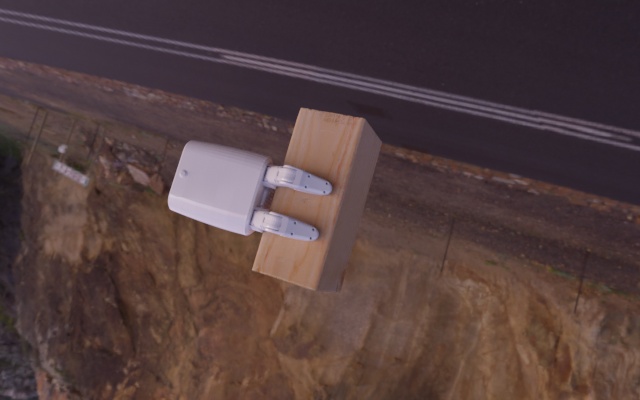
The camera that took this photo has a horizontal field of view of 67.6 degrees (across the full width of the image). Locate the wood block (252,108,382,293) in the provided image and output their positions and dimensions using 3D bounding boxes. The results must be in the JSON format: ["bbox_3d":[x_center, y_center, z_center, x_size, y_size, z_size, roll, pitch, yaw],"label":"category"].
[{"bbox_3d":[0.000,0.002,0.599,0.090,0.206,0.091,14,-6,22],"label":"wood block"}]
